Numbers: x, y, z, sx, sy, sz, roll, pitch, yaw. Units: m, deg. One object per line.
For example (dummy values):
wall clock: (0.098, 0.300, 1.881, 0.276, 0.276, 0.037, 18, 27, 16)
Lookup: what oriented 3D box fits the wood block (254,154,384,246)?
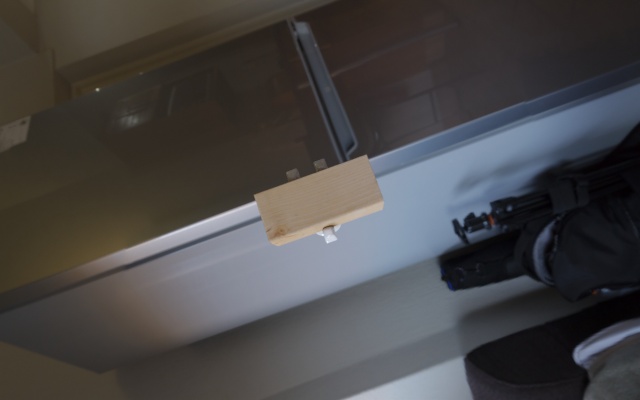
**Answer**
wood block: (0.000, 0.003, 0.851, 0.206, 0.091, 0.090, -20, -12, 1)
